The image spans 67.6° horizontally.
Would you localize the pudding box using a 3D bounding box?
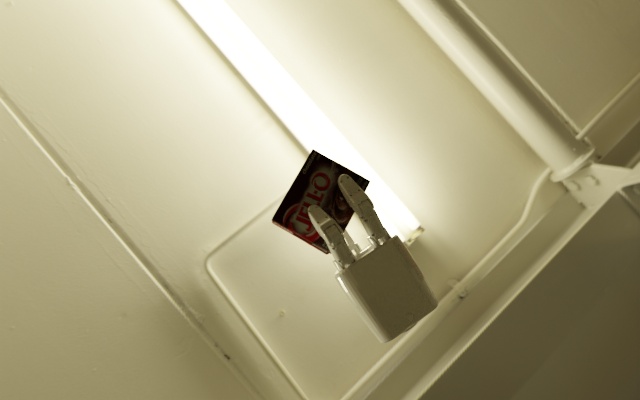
[{"bbox_3d":[0.000,0.002,0.634,0.090,0.113,0.039,29,-12,-2],"label":"pudding box"}]
